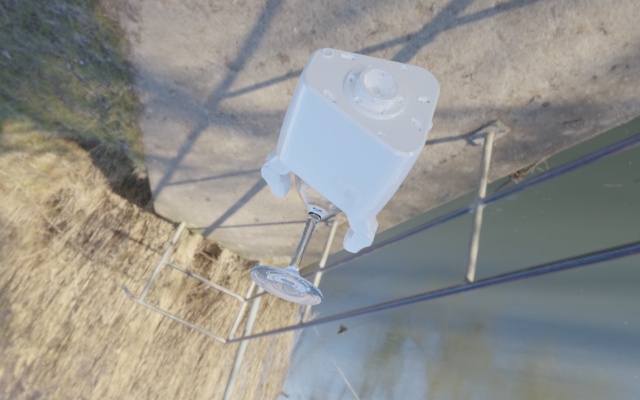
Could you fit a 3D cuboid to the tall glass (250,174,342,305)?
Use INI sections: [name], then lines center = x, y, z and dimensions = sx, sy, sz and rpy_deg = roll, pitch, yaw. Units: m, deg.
[tall glass]
center = 0.000, 0.002, 0.500
dimensions = 0.079, 0.201, 0.079
rpy_deg = 16, -30, 10
